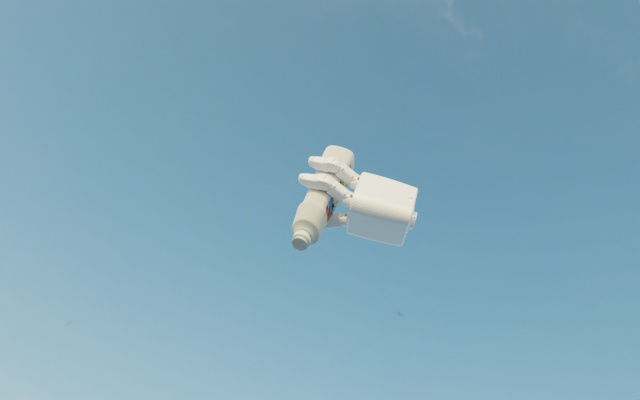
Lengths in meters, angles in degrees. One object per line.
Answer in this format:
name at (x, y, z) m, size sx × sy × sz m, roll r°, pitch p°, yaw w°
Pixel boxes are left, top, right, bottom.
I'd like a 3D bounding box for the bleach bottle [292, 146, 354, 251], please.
bleach bottle at (0.000, 0.003, 0.880) m, size 0.068 × 0.103 × 0.250 m, roll 16°, pitch 41°, yaw 8°
